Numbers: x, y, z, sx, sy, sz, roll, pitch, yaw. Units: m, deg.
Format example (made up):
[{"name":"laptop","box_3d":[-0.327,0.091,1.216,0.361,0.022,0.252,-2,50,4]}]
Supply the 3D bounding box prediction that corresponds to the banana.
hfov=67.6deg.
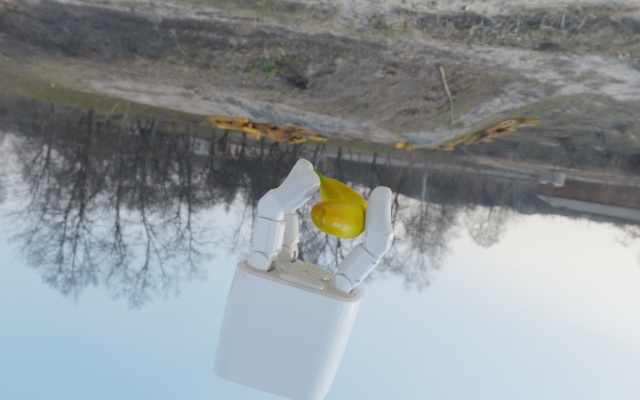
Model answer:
[{"name":"banana","box_3d":[0.017,0.008,0.469,0.069,0.037,0.197,23,9,-8]}]
